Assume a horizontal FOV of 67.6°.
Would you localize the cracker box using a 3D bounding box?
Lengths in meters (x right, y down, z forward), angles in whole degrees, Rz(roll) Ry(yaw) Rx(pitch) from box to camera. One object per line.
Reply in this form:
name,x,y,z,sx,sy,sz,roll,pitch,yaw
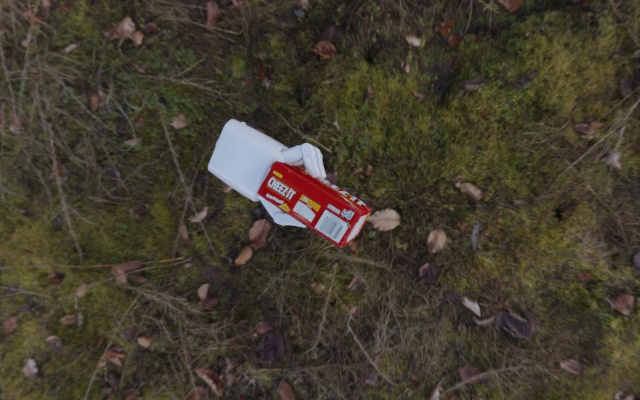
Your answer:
cracker box,0.000,0.003,0.847,0.164,0.072,0.213,32,6,9
